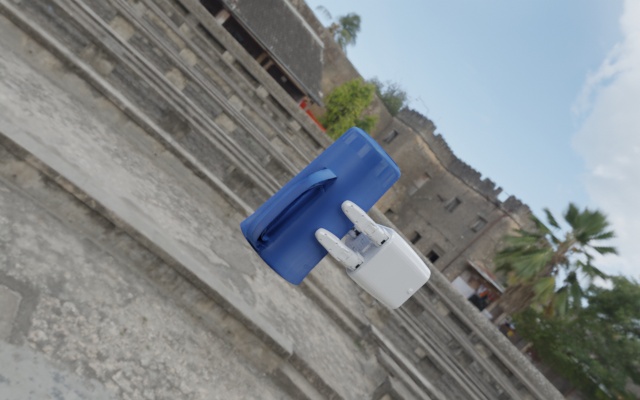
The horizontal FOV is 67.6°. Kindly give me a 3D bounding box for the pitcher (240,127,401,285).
[{"bbox_3d":[0.000,0.003,0.732,0.145,0.243,0.149,44,5,-21],"label":"pitcher"}]
